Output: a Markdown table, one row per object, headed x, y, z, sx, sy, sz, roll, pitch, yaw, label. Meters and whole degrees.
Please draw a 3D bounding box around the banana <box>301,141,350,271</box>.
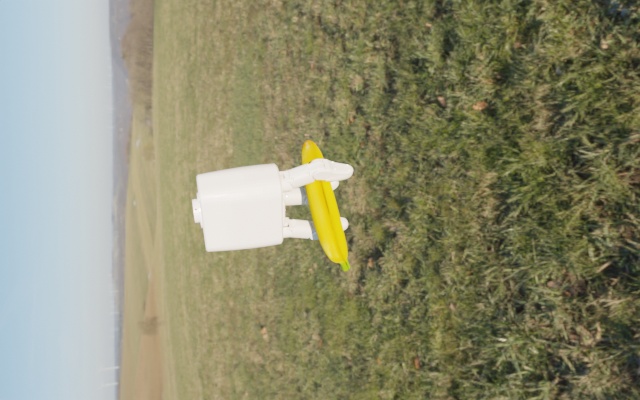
| x | y | z | sx | sy | sz | roll | pitch | yaw | label |
| --- | --- | --- | --- | --- | --- | --- | --- | --- | --- |
| 0.001 | 0.002 | 0.659 | 0.037 | 0.197 | 0.070 | -14 | -11 | -4 | banana |
